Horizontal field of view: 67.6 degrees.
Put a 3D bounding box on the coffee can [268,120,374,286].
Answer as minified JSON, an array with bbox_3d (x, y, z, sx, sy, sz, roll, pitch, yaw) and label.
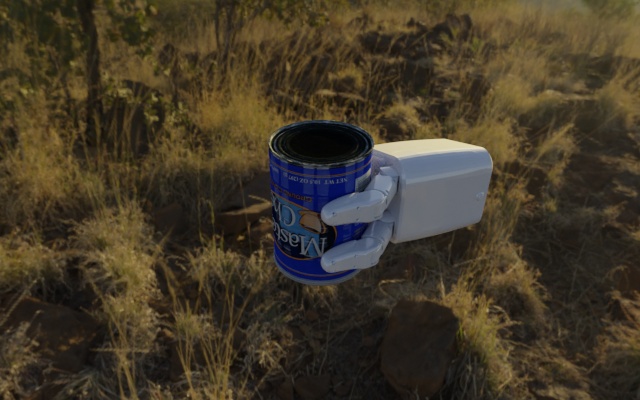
[{"bbox_3d":[0.000,0.002,0.493,0.103,0.140,0.102,0,33,0],"label":"coffee can"}]
